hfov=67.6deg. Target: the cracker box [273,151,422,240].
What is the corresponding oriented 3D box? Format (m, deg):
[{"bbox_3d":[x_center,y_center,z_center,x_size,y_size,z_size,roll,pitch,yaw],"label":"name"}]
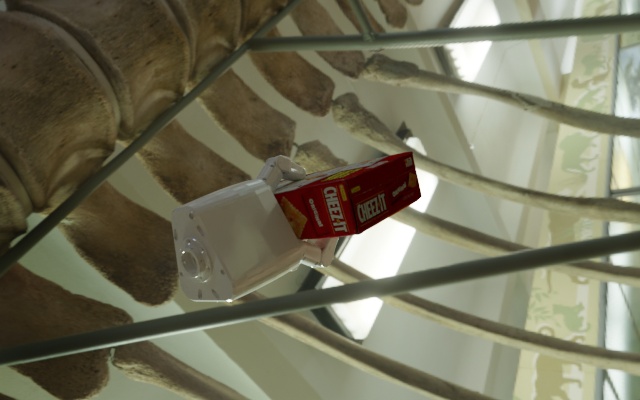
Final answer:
[{"bbox_3d":[0.000,0.002,0.628,0.214,0.072,0.164,-9,10,40],"label":"cracker box"}]
